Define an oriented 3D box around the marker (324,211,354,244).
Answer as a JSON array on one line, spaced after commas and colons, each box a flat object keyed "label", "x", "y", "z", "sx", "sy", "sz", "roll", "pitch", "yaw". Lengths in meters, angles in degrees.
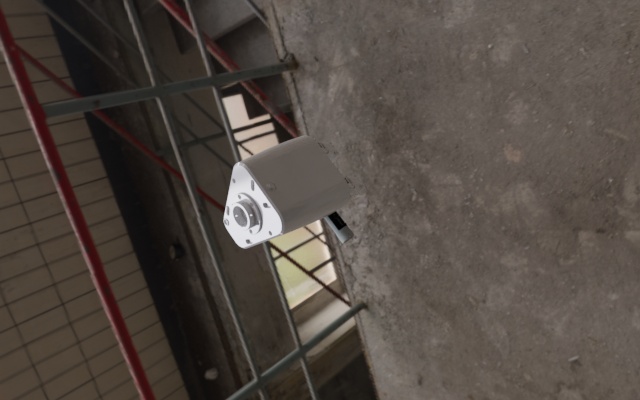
[{"label": "marker", "x": 0.000, "y": 0.002, "z": 0.614, "sx": 0.020, "sy": 0.121, "sz": 0.020, "roll": -35, "pitch": -12, "yaw": -8}]
